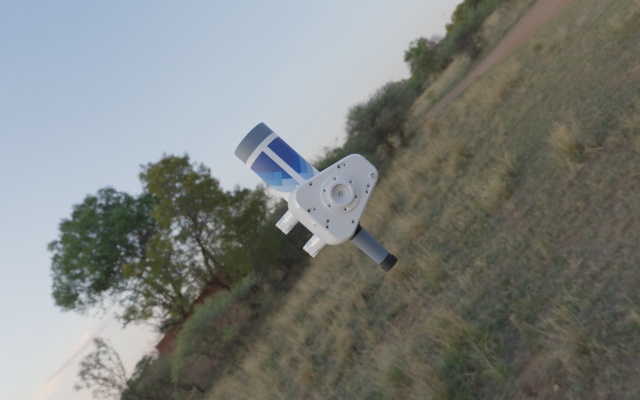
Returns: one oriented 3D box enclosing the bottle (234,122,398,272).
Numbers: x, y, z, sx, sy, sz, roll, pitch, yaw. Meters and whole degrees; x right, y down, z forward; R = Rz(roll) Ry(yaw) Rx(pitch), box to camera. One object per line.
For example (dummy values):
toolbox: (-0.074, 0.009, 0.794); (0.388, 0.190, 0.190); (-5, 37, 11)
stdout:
bottle: (0.000, 0.002, 0.733); (0.296, 0.069, 0.069); (42, -1, -1)
